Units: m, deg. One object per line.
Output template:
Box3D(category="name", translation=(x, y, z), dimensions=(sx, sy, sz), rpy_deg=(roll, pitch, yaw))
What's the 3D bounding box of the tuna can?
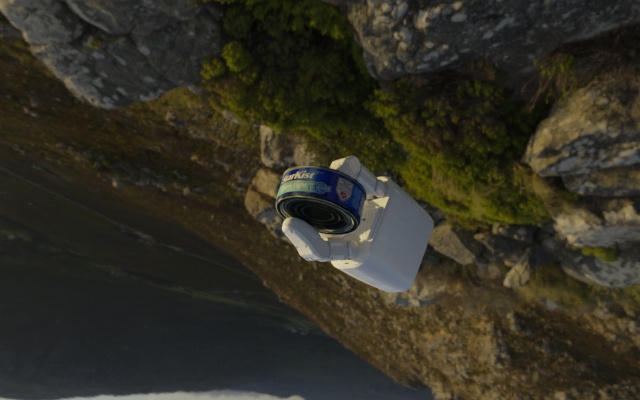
Box3D(category="tuna can", translation=(0.000, 0.002, 0.467), dimensions=(0.086, 0.033, 0.086), rpy_deg=(12, -25, 6))
